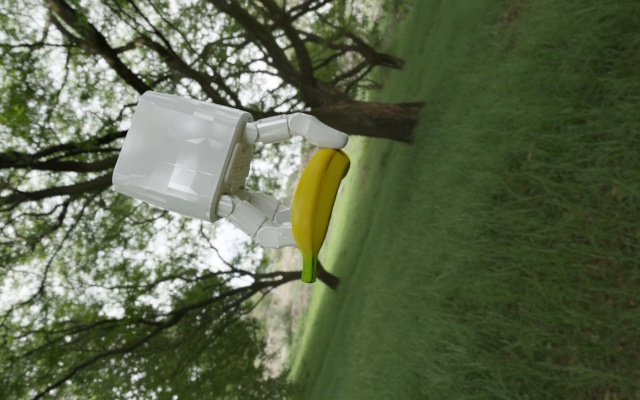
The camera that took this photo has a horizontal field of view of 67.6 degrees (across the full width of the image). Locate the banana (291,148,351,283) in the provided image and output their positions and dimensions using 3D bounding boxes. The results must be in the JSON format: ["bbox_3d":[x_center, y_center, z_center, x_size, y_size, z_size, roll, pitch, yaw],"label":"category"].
[{"bbox_3d":[0.002,-0.012,0.453,0.037,0.070,0.197,13,34,6],"label":"banana"}]
